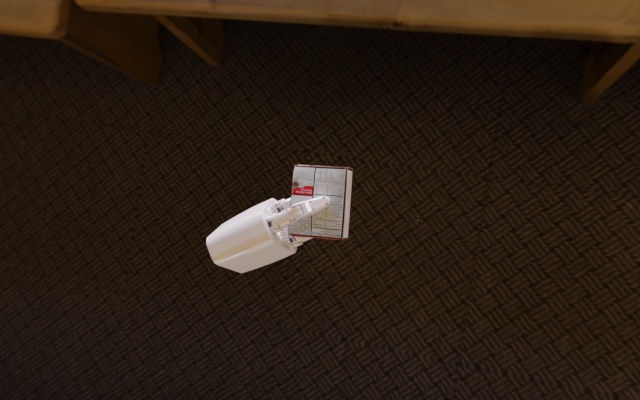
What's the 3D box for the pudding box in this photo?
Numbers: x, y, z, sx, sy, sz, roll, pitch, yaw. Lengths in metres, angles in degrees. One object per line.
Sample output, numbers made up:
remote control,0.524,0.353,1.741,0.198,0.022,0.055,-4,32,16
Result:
pudding box,0.000,0.002,0.742,0.090,0.113,0.039,4,1,16
